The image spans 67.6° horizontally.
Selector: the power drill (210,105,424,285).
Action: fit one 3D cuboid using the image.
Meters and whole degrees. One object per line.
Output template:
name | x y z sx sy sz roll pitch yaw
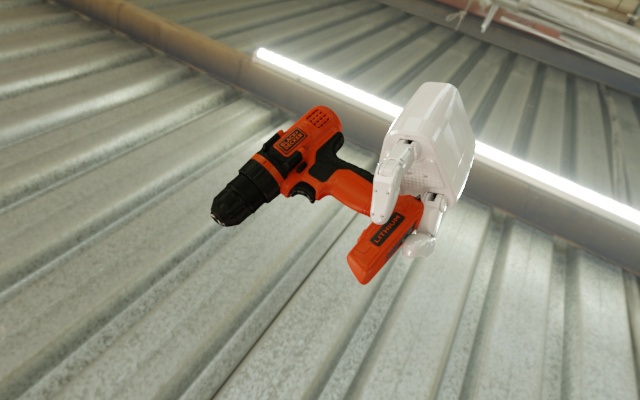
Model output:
power drill | 0.001 0.002 0.514 0.187 0.184 0.057 40 -16 17
